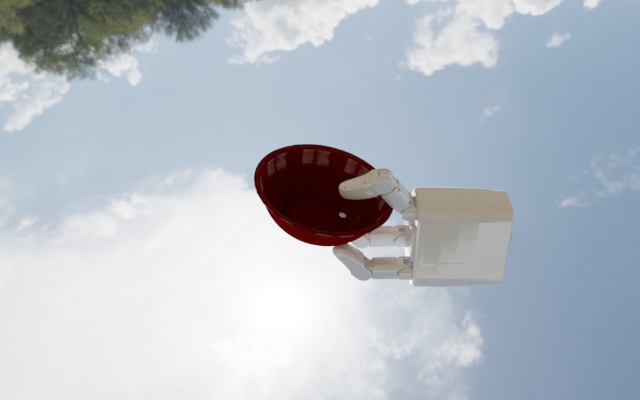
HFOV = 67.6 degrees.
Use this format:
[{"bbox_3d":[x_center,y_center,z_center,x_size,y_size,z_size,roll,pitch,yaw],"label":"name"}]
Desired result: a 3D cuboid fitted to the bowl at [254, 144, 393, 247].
[{"bbox_3d":[-0.001,0.002,0.555,0.162,0.055,0.162,9,40,-8],"label":"bowl"}]
